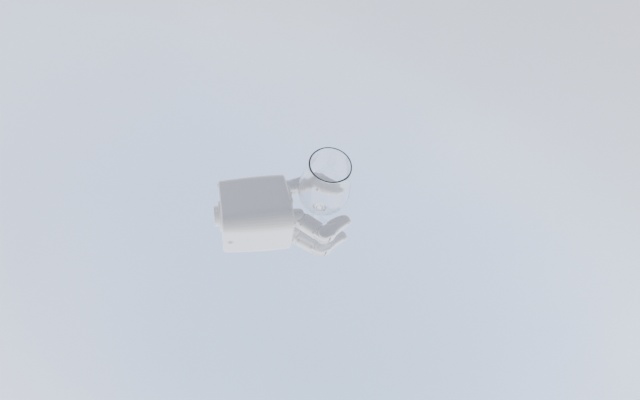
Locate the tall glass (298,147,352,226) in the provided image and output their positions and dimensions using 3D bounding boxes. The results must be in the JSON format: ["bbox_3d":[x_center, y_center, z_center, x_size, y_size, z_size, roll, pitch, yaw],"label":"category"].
[{"bbox_3d":[0.000,0.003,0.746,0.079,0.079,0.201,0,-32,-10],"label":"tall glass"}]
